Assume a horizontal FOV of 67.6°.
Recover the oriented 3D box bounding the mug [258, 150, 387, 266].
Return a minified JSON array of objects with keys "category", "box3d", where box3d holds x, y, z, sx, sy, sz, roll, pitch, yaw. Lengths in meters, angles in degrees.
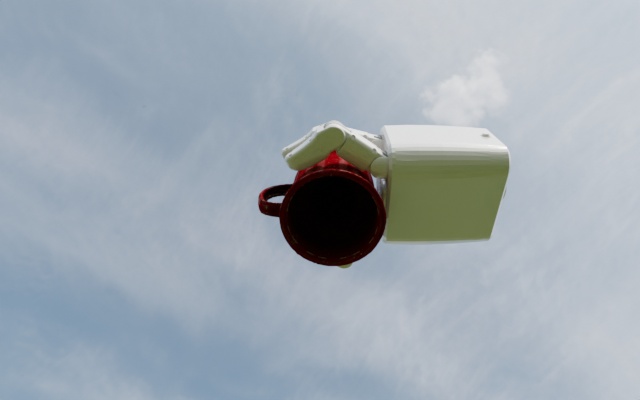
[{"category":"mug","box3d":[-0.001,0.001,0.451,0.117,0.093,0.081,0,23,2]}]
